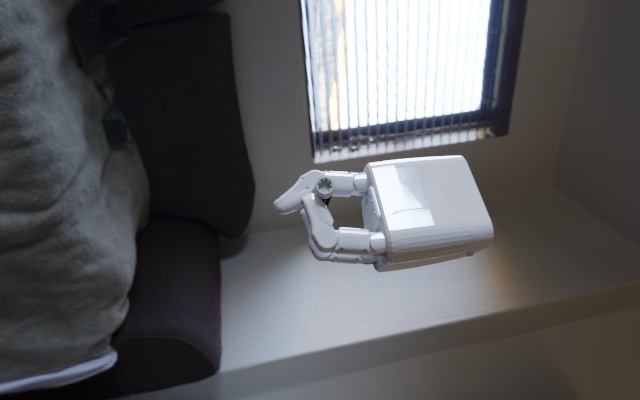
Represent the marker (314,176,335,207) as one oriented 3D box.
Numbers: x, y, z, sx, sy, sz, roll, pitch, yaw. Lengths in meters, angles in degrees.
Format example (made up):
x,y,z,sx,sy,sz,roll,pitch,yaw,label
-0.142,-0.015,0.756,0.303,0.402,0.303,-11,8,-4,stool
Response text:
x,y,z,sx,sy,sz,roll,pitch,yaw,label
0.000,0.002,0.510,0.020,0.020,0.121,0,-15,-4,marker
